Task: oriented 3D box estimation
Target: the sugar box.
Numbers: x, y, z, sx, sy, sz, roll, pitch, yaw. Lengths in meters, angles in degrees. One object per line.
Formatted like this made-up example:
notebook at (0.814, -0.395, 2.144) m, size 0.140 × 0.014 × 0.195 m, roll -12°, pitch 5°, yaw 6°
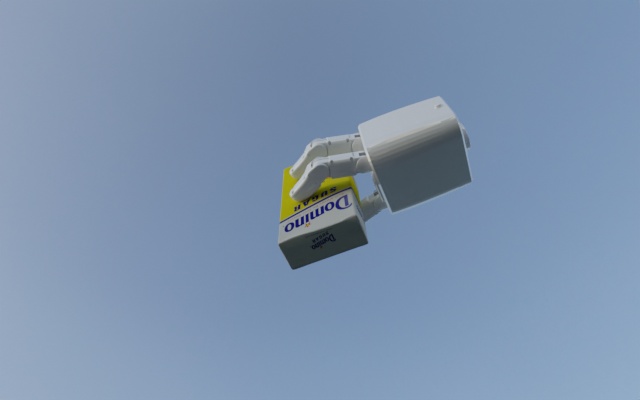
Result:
sugar box at (0.000, 0.001, 0.581) m, size 0.093 × 0.048 × 0.176 m, roll -21°, pitch 27°, yaw 9°
